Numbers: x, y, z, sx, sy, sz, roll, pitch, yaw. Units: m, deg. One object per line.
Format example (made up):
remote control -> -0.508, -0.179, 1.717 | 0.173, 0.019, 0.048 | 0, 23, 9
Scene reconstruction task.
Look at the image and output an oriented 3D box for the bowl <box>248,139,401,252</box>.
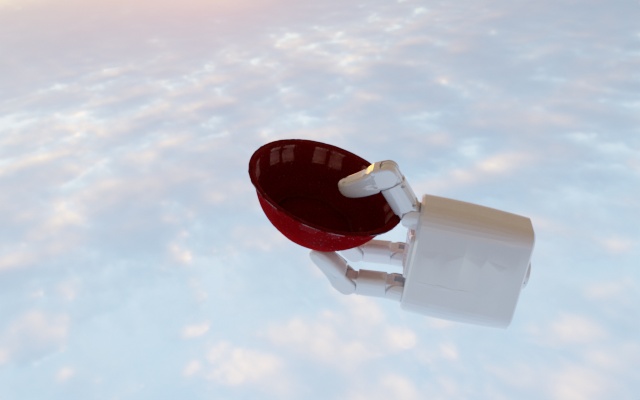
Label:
bowl -> -0.001, 0.001, 0.489 | 0.162, 0.055, 0.162 | 15, 34, -10
